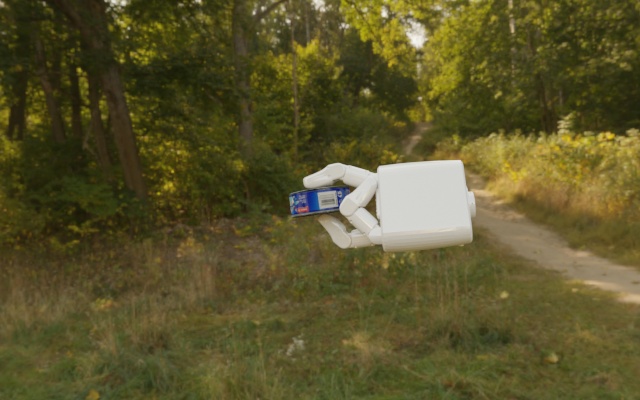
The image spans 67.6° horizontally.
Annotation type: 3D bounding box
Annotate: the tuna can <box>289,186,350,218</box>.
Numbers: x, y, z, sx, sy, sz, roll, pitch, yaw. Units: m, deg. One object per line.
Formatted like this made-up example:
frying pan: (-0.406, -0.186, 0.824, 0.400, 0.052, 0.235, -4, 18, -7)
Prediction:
tuna can: (0.000, 0.002, 0.661, 0.086, 0.034, 0.086, -8, -3, 0)
